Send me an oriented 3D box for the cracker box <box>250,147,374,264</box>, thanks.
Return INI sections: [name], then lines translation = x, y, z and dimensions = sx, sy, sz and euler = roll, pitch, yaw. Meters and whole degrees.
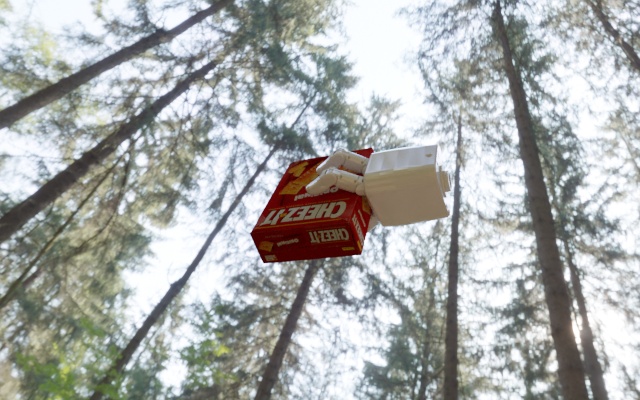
[cracker box]
translation = 0.000, 0.003, 0.780
dimensions = 0.164, 0.072, 0.213
euler = -8, 31, 22
